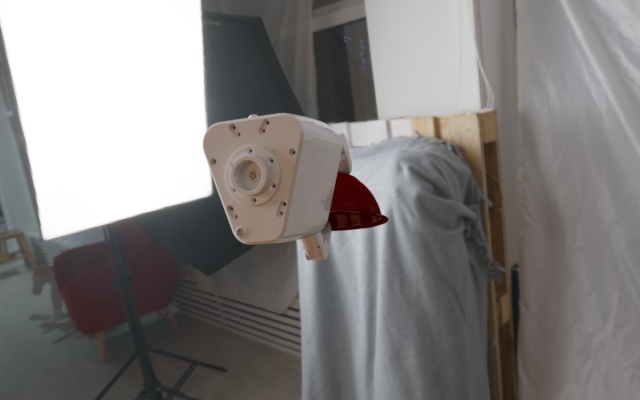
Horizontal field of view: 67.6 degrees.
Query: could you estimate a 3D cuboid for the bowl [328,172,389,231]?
[{"bbox_3d":[0.000,0.002,0.581,0.162,0.055,0.162,-1,-11,0],"label":"bowl"}]
